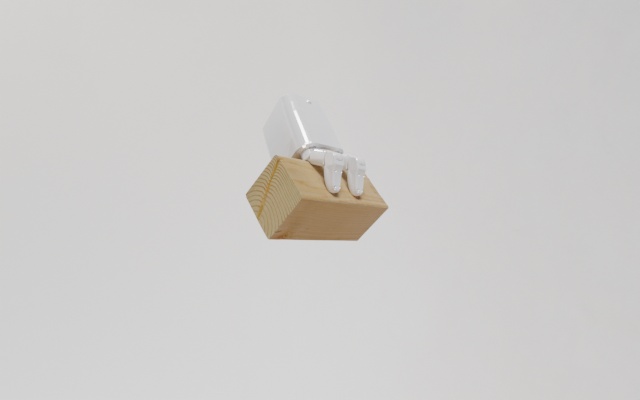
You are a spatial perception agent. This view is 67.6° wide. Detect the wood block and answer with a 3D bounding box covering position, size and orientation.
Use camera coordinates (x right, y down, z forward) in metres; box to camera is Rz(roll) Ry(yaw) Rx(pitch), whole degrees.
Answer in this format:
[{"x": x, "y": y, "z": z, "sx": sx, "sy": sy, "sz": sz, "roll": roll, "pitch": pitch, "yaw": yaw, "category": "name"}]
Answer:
[{"x": 0.000, "y": 0.002, "z": 0.755, "sx": 0.206, "sy": 0.090, "sz": 0.091, "roll": 6, "pitch": -47, "yaw": -47, "category": "wood block"}]
